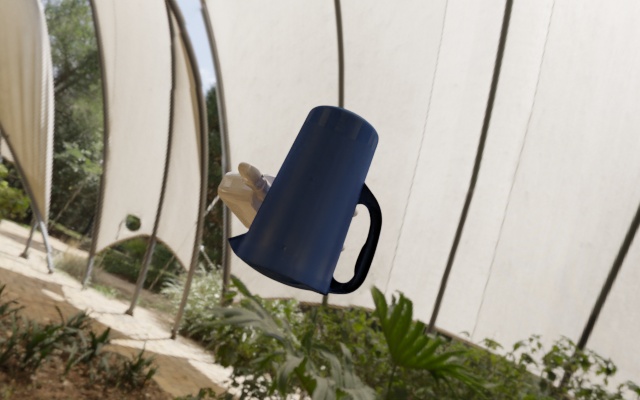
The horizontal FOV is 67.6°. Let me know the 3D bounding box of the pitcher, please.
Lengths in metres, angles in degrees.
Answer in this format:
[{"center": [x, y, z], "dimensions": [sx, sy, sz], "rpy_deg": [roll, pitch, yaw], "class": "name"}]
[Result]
[{"center": [0.000, 0.002, 0.652], "dimensions": [0.145, 0.242, 0.149], "rpy_deg": [9, -18, 48], "class": "pitcher"}]
